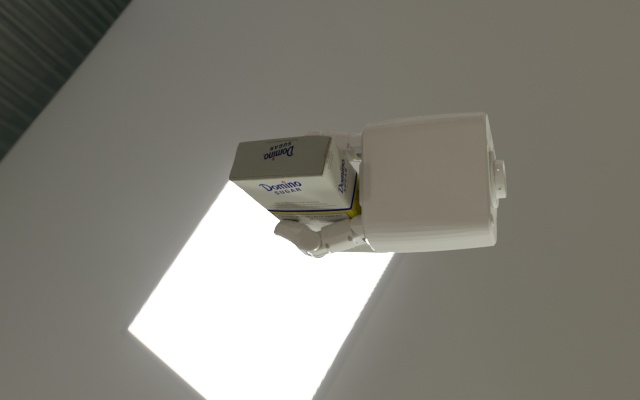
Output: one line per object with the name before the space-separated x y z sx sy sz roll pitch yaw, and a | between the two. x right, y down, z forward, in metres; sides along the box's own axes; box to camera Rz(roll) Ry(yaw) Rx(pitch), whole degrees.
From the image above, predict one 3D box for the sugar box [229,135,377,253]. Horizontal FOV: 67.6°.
sugar box | 0.000 0.001 0.465 0.093 0.048 0.176 -1 -28 26
